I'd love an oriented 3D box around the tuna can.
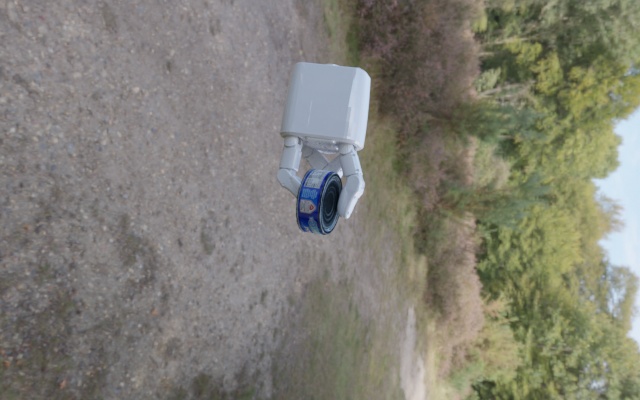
[{"bbox_3d":[0.001,0.002,0.631,0.034,0.086,0.086,9,3,21],"label":"tuna can"}]
